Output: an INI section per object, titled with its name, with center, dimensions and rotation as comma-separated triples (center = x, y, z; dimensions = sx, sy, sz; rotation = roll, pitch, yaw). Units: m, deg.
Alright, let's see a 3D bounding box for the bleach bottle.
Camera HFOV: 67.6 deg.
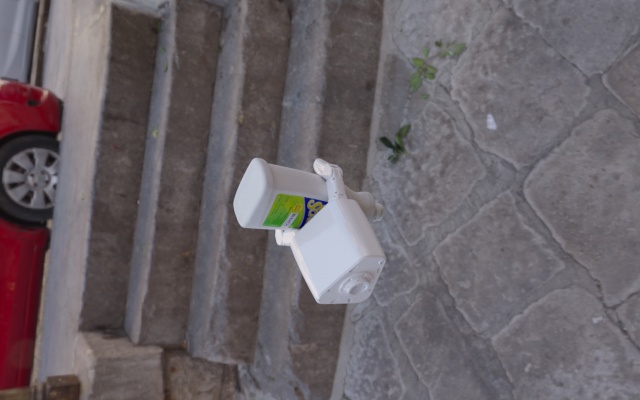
[bleach bottle]
center = 0.000, 0.002, 0.738
dimensions = 0.251, 0.103, 0.068
rotation = 6, 40, -34
